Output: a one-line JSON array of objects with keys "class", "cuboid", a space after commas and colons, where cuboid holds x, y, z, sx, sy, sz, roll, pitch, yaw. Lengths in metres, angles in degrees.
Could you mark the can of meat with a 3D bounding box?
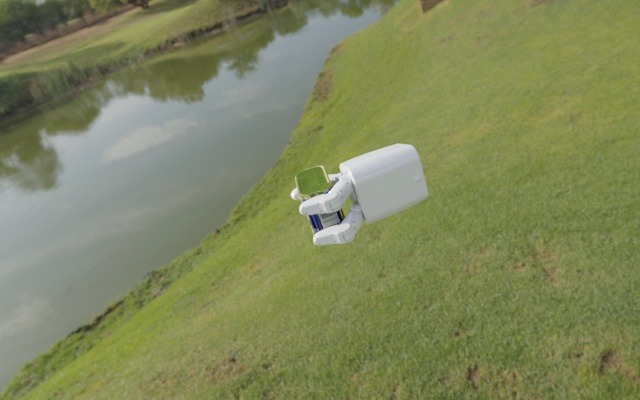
[{"class": "can of meat", "cuboid": [0.000, 0.002, 0.745, 0.057, 0.084, 0.102, -20, 27, 1]}]
